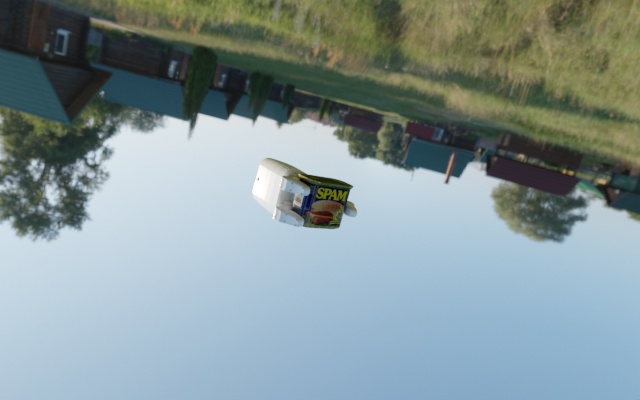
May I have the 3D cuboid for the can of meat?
[{"bbox_3d":[0.000,0.003,0.852,0.102,0.084,0.057,7,14,-40],"label":"can of meat"}]
